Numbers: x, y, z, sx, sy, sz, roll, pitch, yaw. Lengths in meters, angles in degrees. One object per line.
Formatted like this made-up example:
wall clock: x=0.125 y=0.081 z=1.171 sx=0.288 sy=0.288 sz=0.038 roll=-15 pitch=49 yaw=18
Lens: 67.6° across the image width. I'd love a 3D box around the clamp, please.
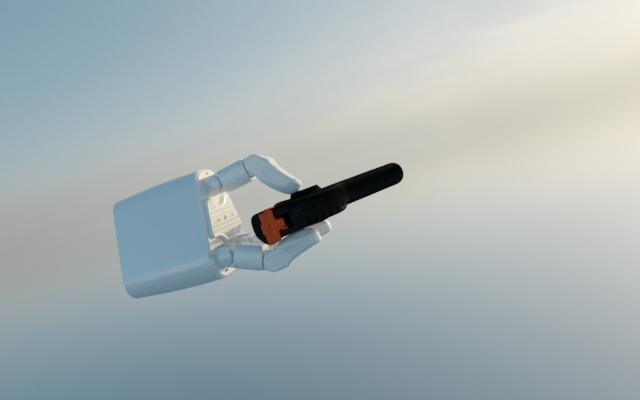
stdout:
clamp: x=-0.001 y=0.001 z=0.473 sx=0.164 sy=0.036 sz=0.210 roll=-20 pitch=2 yaw=13
